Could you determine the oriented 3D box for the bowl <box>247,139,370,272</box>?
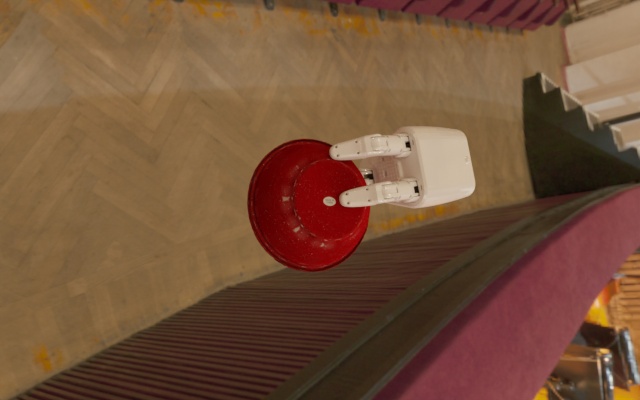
[{"bbox_3d":[-0.001,0.002,0.552,0.162,0.162,0.055,0,-7,-25],"label":"bowl"}]
